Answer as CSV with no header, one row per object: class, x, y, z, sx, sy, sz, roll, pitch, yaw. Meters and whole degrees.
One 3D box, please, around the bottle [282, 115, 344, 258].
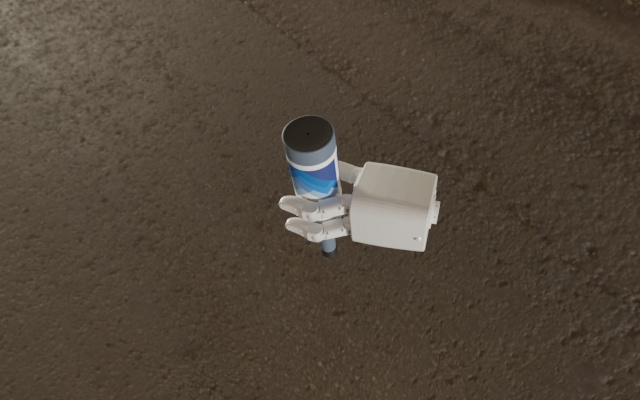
bottle,0.000,0.002,0.713,0.069,0.069,0.296,0,-36,8
